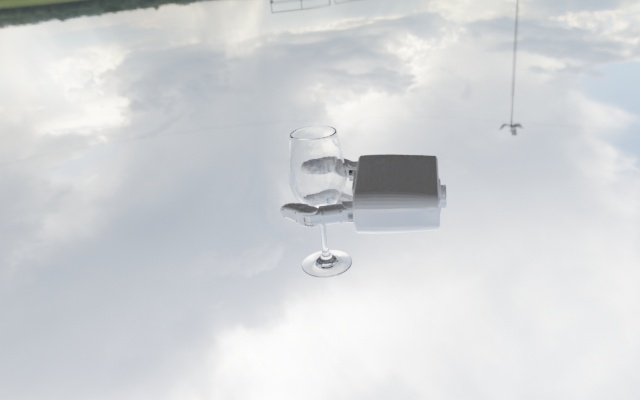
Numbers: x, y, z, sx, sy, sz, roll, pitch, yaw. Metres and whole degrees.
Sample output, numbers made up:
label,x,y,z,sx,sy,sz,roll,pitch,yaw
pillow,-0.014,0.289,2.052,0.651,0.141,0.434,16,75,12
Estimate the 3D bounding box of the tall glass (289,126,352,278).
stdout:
label,x,y,z,sx,sy,sz,roll,pitch,yaw
tall glass,0.000,0.003,0.658,0.079,0.201,0.079,-5,24,2
